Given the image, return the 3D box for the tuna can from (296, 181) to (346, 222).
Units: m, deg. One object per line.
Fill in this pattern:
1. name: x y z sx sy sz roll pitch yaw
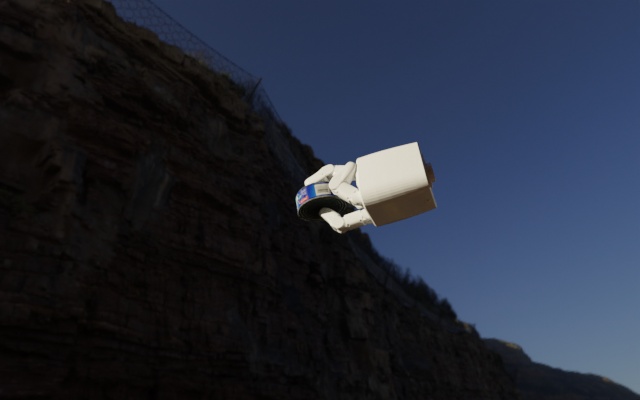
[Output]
1. tuna can: 0.000 0.002 0.838 0.086 0.033 0.086 -8 -31 -5
